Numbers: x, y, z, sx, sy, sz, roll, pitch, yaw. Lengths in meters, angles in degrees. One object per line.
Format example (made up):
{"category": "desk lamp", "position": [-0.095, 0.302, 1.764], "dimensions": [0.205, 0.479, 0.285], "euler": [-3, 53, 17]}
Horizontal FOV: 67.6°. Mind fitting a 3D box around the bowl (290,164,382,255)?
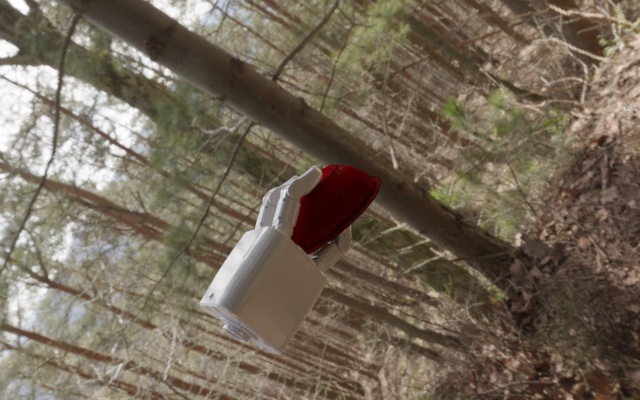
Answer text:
{"category": "bowl", "position": [0.000, 0.001, 0.629], "dimensions": [0.162, 0.055, 0.162], "euler": [-38, 13, 10]}
